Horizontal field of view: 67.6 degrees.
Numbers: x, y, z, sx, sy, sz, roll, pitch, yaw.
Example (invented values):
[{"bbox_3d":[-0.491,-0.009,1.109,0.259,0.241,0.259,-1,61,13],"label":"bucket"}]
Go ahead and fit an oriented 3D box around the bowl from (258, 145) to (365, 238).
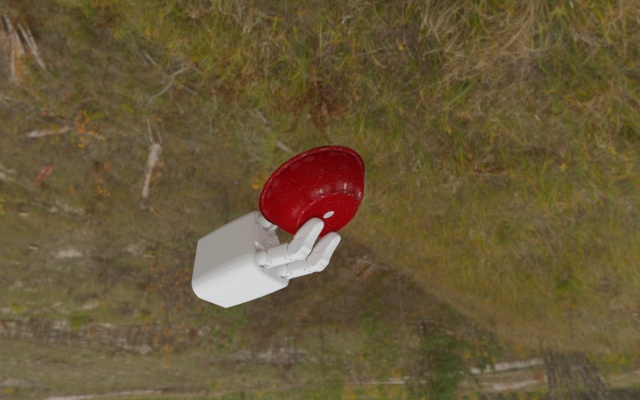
[{"bbox_3d":[0.001,0.002,0.655,0.162,0.055,0.162,-19,-37,-15],"label":"bowl"}]
